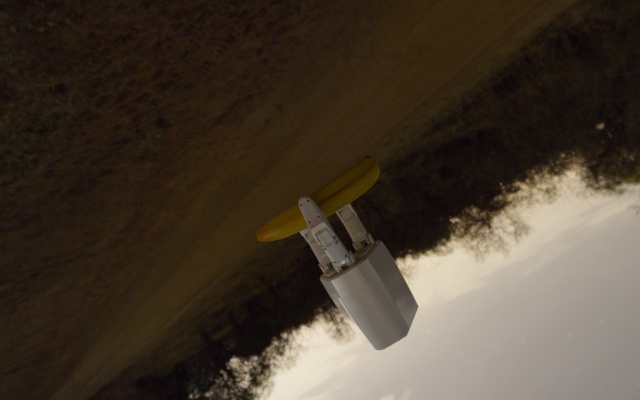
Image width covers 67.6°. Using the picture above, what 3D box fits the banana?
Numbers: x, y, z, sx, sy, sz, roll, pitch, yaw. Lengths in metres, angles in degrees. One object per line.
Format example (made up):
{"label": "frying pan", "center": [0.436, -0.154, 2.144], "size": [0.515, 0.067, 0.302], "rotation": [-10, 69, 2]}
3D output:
{"label": "banana", "center": [0.009, -0.002, 0.612], "size": [0.198, 0.037, 0.069], "rotation": [-33, 5, -19]}
